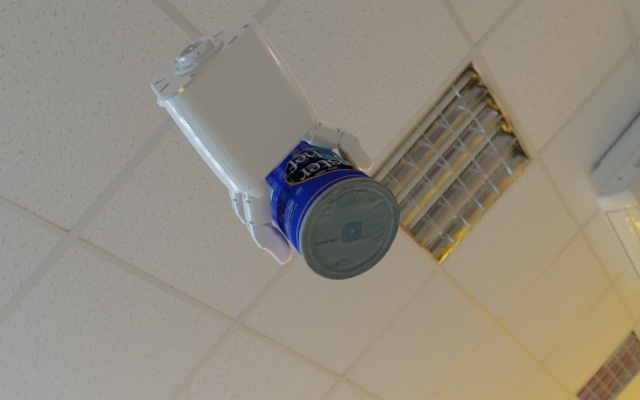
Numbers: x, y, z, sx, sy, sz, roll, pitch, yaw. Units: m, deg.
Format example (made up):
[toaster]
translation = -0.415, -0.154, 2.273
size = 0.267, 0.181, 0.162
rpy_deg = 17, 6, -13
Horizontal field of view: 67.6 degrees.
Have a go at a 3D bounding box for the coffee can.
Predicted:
[coffee can]
translation = 0.000, 0.002, 0.492
size = 0.103, 0.103, 0.140
rpy_deg = 0, 23, -28
